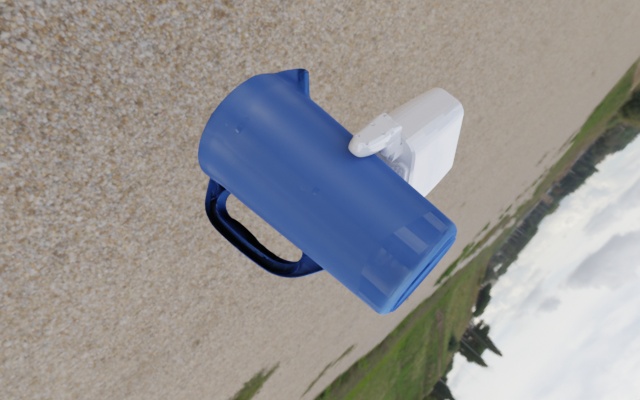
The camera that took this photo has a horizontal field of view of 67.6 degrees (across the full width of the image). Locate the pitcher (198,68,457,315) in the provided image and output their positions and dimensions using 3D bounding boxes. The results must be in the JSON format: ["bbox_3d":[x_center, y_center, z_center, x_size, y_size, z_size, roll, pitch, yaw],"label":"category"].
[{"bbox_3d":[0.000,0.001,0.471,0.145,0.242,0.149,-38,-21,-32],"label":"pitcher"}]
